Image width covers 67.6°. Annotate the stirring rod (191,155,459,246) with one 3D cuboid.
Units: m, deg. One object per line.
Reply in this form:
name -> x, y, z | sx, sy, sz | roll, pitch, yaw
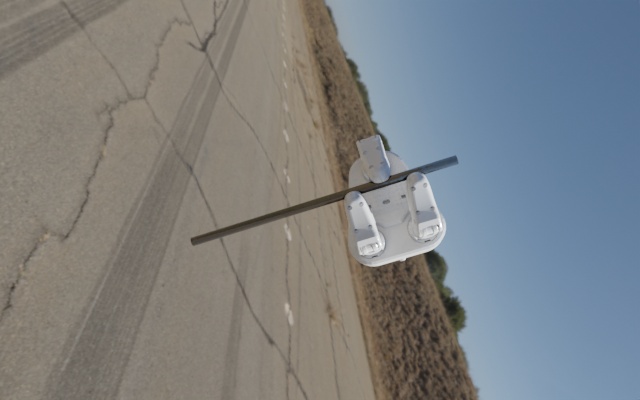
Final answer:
stirring rod -> 0.000, 0.001, 0.413 | 0.239, 0.011, 0.011 | -17, -2, 6
